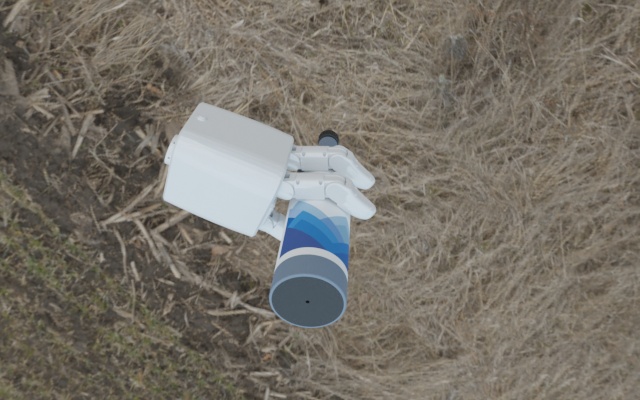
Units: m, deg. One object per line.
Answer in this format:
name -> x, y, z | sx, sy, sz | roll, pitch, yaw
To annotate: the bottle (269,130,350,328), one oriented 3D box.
bottle -> 0.000, 0.002, 0.524 | 0.069, 0.069, 0.295 | 0, 35, 5
